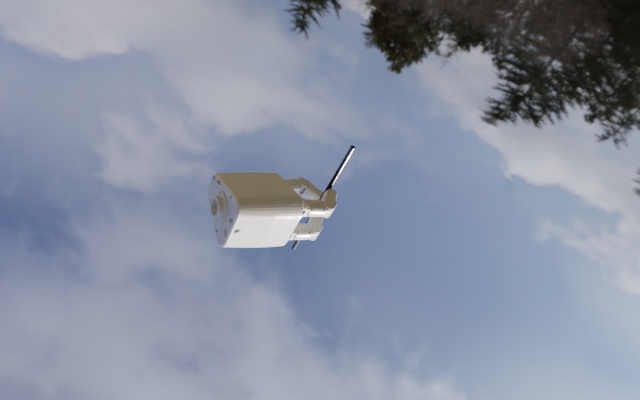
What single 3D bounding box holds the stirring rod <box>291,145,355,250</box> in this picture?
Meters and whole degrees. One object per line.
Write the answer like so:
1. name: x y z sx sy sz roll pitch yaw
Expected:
1. stirring rod: 0.000 0.002 0.799 0.011 0.011 0.240 0 -44 -35
